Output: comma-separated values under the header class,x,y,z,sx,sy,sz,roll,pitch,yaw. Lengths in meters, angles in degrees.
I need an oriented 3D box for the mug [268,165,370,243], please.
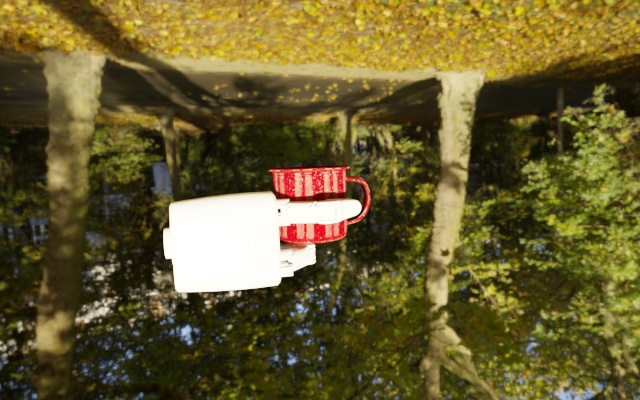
class,x,y,z,sx,sy,sz,roll,pitch,yaw
mug,0.001,0.002,0.551,0.117,0.081,0.093,-4,6,-13
